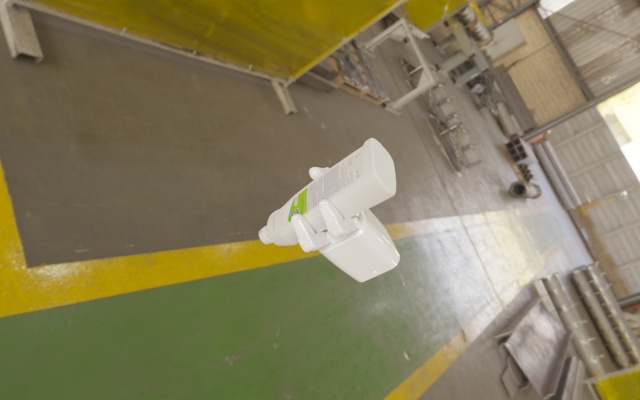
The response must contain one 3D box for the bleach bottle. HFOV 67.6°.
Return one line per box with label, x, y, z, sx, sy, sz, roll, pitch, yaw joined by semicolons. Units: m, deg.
bleach bottle;0.000;0.003;0.775;0.251;0.102;0.068;-29;-55;28
